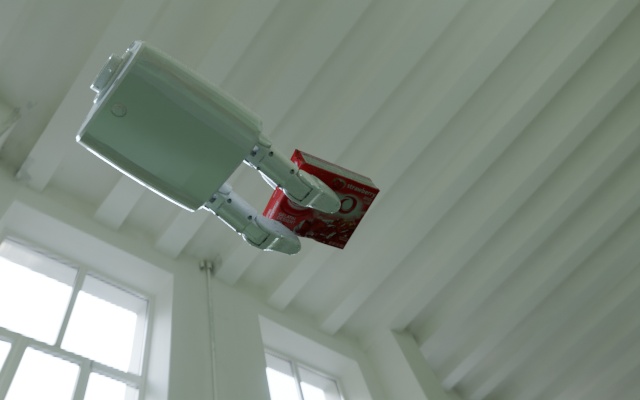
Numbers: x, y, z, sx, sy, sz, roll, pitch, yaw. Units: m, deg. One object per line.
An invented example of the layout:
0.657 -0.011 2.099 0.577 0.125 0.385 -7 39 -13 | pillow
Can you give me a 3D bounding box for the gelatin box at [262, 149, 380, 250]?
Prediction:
0.000 0.001 0.454 0.089 0.073 0.030 19 23 -28 | gelatin box
